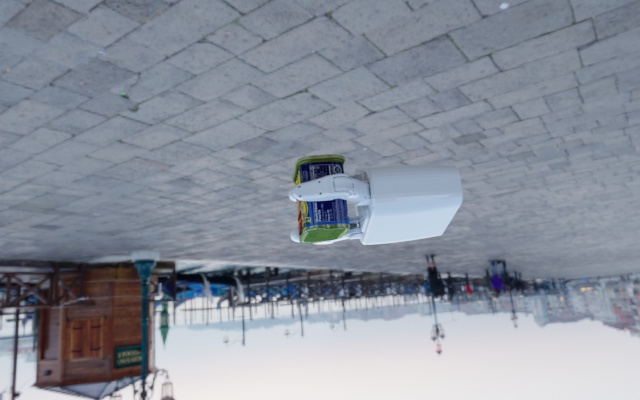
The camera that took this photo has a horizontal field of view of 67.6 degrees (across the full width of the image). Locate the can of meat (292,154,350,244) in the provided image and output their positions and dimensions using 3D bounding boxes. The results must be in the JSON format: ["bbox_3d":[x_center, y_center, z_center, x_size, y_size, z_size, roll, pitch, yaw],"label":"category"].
[{"bbox_3d":[0.000,0.002,0.565,0.057,0.084,0.102,-4,-13,-8],"label":"can of meat"}]
